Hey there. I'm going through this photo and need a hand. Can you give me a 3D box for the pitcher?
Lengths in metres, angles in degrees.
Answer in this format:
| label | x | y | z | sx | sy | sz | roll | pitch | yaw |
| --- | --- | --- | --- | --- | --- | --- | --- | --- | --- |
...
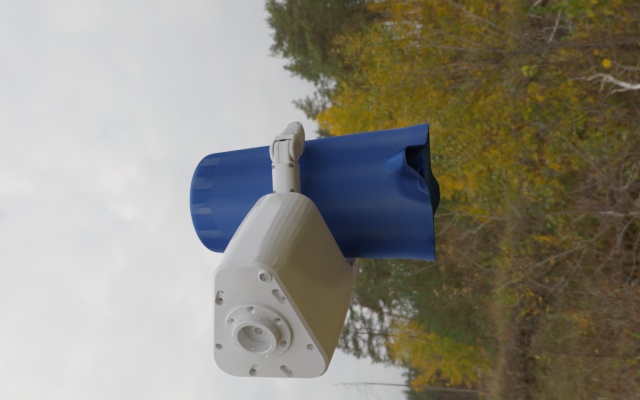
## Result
| label | x | y | z | sx | sy | sz | roll | pitch | yaw |
| --- | --- | --- | --- | --- | --- | --- | --- | --- | --- |
| pitcher | 0.000 | 0.002 | 0.499 | 0.243 | 0.149 | 0.145 | -3 | 25 | 14 |
